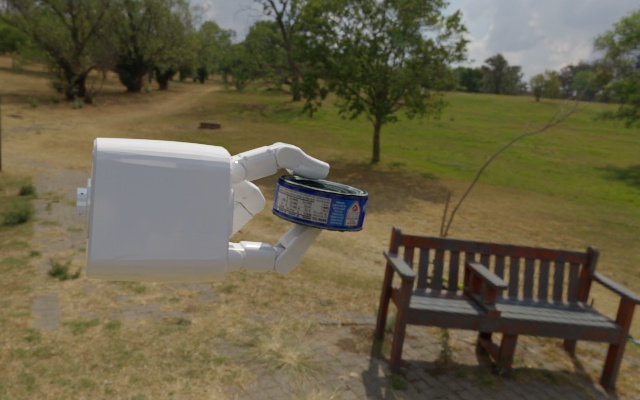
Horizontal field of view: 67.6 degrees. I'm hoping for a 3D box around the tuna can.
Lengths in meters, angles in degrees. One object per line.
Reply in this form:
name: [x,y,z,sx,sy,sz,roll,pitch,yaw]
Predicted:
tuna can: [0.000,0.001,0.438,0.086,0.034,0.086,11,8,-2]
